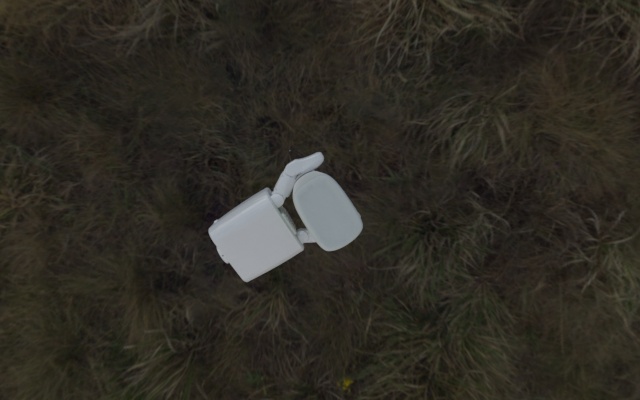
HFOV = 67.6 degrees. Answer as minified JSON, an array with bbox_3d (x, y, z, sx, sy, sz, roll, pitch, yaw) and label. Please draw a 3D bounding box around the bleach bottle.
[{"bbox_3d":[0.000,0.002,0.739,0.068,0.102,0.251,-33,7,0],"label":"bleach bottle"}]
